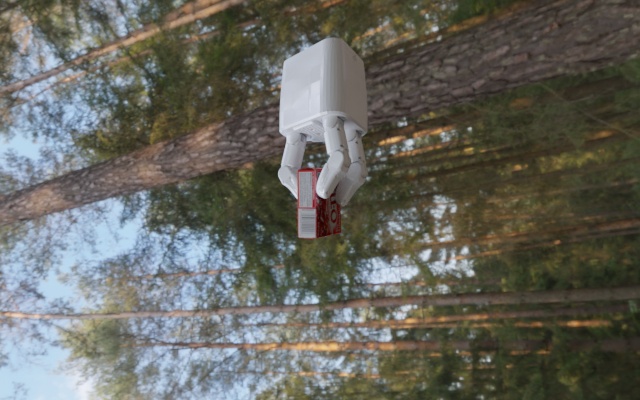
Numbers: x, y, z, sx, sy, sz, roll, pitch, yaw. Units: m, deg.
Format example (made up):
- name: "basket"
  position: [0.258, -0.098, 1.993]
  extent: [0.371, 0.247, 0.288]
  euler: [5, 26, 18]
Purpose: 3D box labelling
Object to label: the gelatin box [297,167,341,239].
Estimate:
- name: "gelatin box"
  position: [0.000, 0.002, 0.623]
  extent: [0.030, 0.089, 0.073]
  euler: [1, 3, 27]
